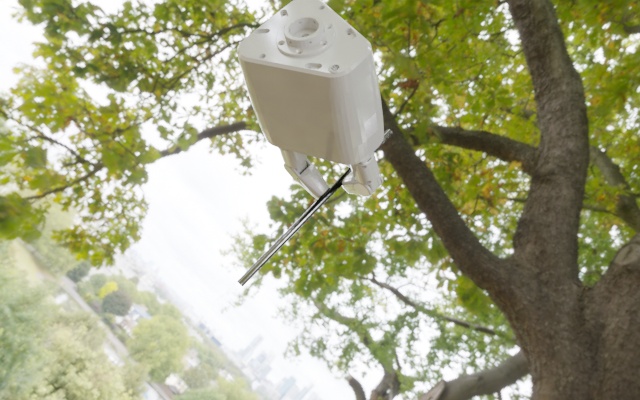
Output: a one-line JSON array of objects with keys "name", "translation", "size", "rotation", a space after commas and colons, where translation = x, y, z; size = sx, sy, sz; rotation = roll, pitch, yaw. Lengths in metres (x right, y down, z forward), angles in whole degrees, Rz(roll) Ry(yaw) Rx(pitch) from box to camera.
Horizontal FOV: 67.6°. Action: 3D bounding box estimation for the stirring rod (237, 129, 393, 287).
[{"name": "stirring rod", "translation": [0.000, 0.002, 0.511], "size": [0.239, 0.011, 0.011], "rotation": [-45, 18, -19]}]
